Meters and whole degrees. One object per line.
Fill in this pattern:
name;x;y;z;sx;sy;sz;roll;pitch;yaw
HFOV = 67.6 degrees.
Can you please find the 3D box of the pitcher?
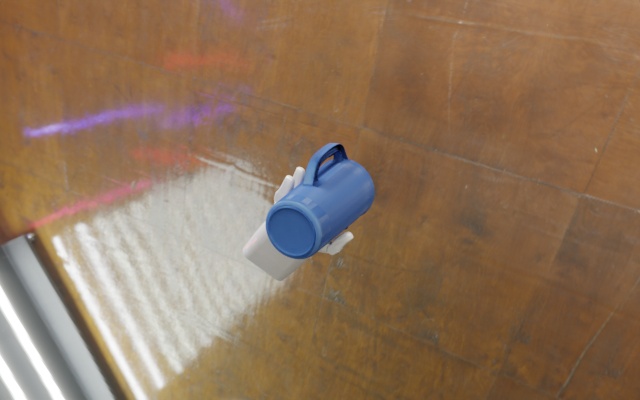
pitcher;0.000;0.003;0.889;0.145;0.149;0.242;-44;-3;31
